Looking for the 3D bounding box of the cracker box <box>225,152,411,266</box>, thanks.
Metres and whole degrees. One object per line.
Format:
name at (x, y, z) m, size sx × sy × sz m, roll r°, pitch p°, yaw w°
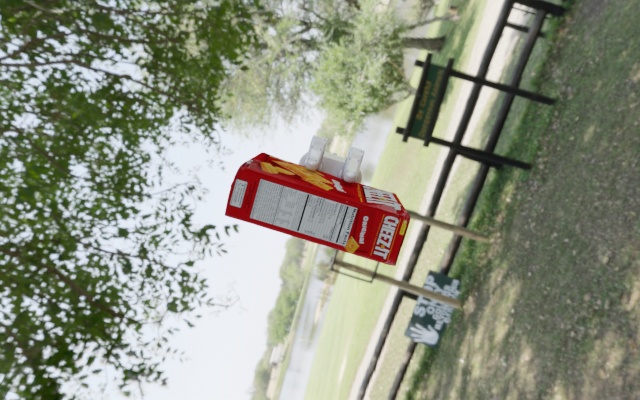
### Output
cracker box at (0.000, 0.002, 0.632) m, size 0.214 × 0.072 × 0.164 m, roll 16°, pitch 11°, yaw 0°
